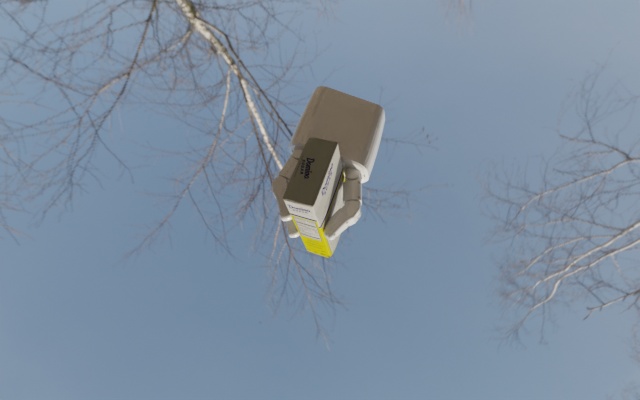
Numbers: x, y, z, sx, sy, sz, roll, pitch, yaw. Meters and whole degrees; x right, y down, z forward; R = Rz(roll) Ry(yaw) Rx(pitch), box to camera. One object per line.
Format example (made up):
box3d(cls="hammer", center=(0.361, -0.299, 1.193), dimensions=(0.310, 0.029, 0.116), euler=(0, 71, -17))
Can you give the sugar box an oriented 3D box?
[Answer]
box3d(cls="sugar box", center=(0.000, 0.002, 0.640), dimensions=(0.048, 0.093, 0.176), euler=(14, -24, 18))
